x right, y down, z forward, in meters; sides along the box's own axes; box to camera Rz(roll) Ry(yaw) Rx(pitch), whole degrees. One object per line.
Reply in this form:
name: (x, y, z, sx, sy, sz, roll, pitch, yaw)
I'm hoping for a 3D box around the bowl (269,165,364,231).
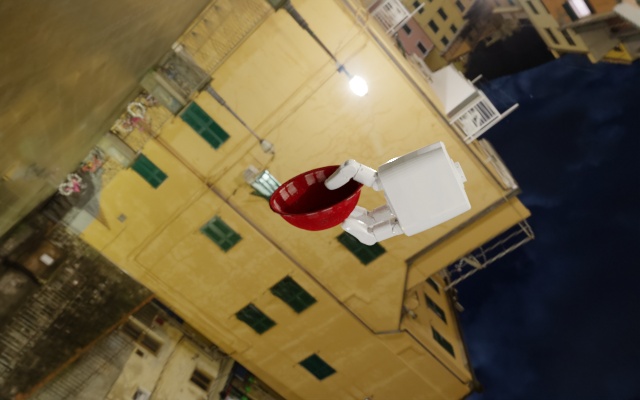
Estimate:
bowl: (-0.001, 0.003, 0.781, 0.162, 0.055, 0.162, -14, 27, 7)
